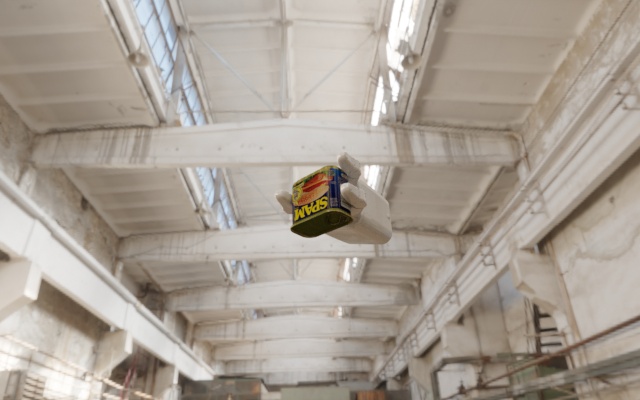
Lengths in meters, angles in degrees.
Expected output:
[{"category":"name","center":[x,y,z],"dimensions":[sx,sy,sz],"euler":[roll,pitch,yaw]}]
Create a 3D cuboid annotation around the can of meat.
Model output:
[{"category":"can of meat","center":[0.000,0.002,0.764],"dimensions":[0.102,0.084,0.057],"euler":[-24,-36,35]}]
